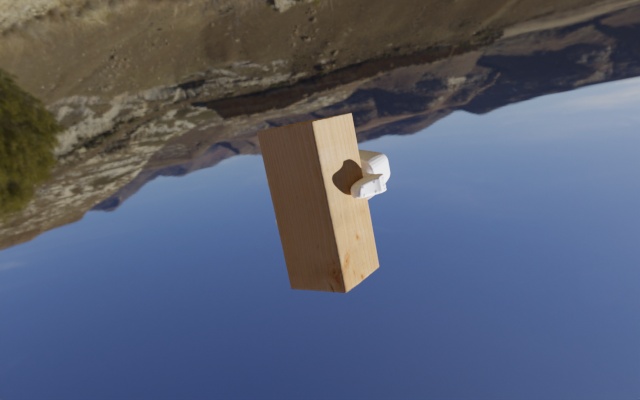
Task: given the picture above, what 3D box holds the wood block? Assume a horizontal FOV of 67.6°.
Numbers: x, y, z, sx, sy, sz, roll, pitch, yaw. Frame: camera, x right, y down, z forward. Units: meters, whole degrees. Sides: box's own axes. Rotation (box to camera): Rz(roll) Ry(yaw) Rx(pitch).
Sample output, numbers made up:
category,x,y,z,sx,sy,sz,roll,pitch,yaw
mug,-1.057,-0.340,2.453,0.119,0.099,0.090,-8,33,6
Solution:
category,x,y,z,sx,sy,sz,roll,pitch,yaw
wood block,0.001,0.002,0.608,0.091,0.206,0.090,-4,13,37
